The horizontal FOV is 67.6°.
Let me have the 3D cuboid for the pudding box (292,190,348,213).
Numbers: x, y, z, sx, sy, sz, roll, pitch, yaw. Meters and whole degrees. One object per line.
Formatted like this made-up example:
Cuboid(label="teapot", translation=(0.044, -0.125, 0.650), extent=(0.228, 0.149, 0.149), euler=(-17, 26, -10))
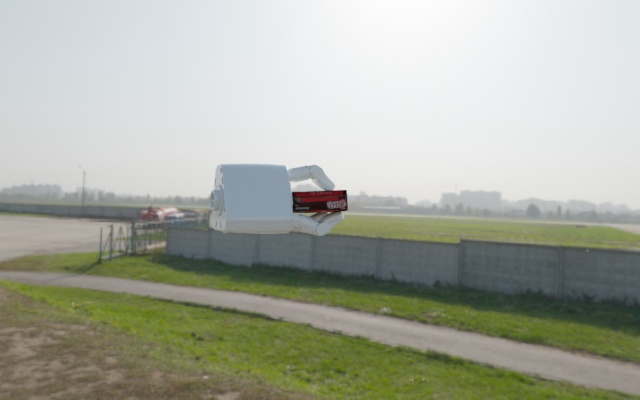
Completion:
Cuboid(label="pudding box", translation=(0.000, 0.002, 0.805), extent=(0.090, 0.039, 0.113), euler=(-1, 0, 2))
